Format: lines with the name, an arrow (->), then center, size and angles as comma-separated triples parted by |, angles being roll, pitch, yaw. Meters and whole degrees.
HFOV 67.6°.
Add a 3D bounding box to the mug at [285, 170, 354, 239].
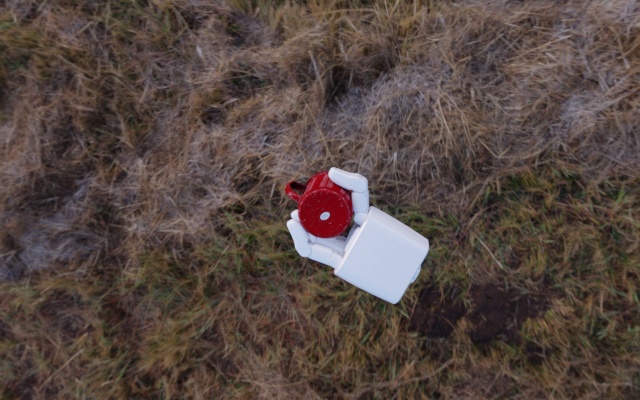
mug -> -0.001, 0.002, 0.735 | 0.117, 0.093, 0.081 | 27, 20, -2
